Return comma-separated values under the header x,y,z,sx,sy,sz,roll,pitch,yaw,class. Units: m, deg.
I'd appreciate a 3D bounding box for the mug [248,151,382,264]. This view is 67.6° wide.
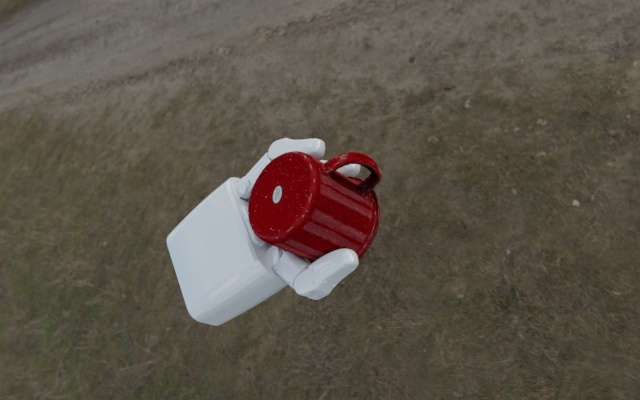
x,y,z,sx,sy,sz,roll,pitch,yaw,class
0.001,0.001,0.413,0.117,0.093,0.081,-38,-41,24,mug
